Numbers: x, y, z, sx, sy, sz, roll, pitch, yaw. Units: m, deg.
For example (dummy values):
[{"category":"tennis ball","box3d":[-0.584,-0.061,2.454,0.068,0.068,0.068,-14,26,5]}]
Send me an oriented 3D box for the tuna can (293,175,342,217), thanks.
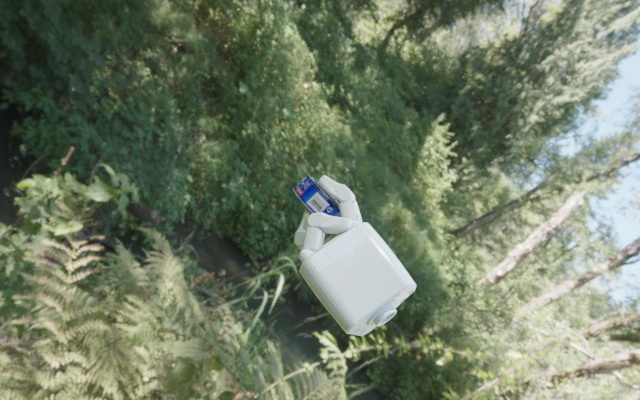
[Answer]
[{"category":"tuna can","box3d":[0.000,0.002,0.712,0.034,0.086,0.086,-44,-5,5]}]
